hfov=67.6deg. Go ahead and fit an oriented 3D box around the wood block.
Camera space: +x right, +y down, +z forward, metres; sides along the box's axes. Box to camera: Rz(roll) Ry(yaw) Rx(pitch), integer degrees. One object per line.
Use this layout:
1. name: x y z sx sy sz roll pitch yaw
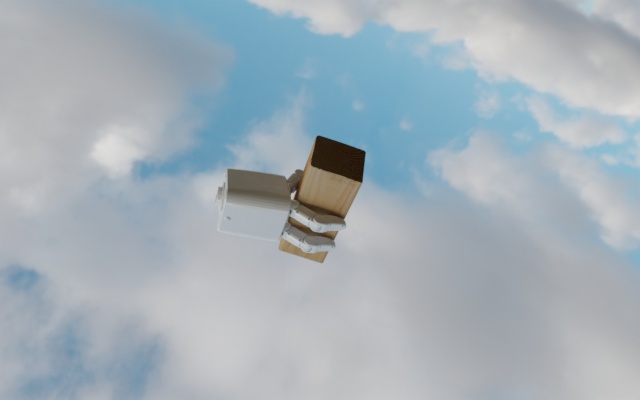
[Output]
1. wood block: 0.000 0.003 0.836 0.090 0.206 0.090 18 41 -7
